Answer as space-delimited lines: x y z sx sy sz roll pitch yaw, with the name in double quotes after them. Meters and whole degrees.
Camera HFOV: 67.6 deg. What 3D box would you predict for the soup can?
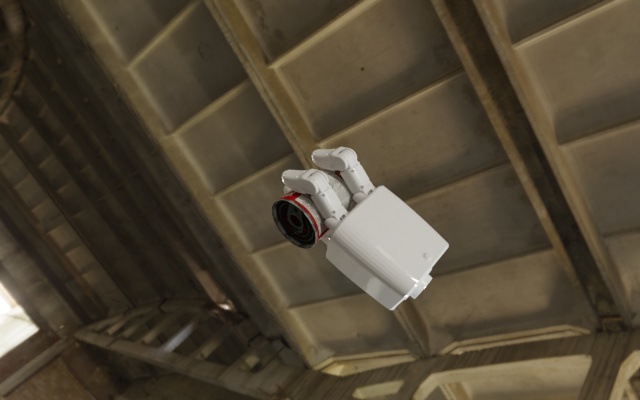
0.000 0.001 0.582 0.068 0.068 0.102 0 31 47 "soup can"
